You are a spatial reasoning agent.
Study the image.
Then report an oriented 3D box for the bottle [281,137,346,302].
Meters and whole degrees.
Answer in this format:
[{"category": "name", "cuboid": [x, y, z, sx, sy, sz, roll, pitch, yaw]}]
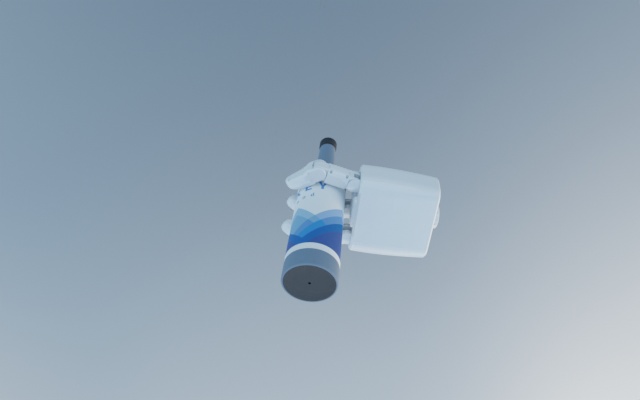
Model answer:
[{"category": "bottle", "cuboid": [0.000, 0.002, 0.655, 0.069, 0.069, 0.295, 0, 39, 6]}]
